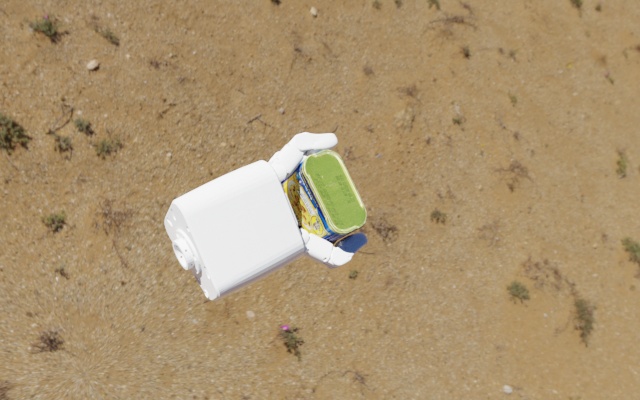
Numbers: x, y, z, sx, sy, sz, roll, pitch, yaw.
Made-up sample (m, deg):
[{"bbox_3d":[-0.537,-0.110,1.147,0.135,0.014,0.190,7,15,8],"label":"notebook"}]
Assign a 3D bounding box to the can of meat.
[{"bbox_3d":[0.000,0.002,0.557,0.057,0.102,0.084,-23,-7,-30],"label":"can of meat"}]
